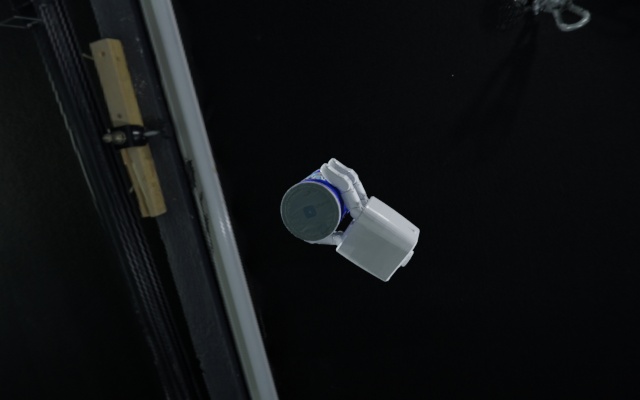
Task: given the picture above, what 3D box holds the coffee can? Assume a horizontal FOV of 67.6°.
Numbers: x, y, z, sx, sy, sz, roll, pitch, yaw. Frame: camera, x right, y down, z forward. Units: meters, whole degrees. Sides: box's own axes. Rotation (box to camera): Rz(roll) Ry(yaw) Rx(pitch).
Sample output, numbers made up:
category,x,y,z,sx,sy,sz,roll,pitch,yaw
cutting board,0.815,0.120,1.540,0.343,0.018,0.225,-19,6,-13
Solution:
category,x,y,z,sx,sy,sz,roll,pitch,yaw
coffee can,0.000,0.003,0.857,0.103,0.103,0.140,0,14,15
